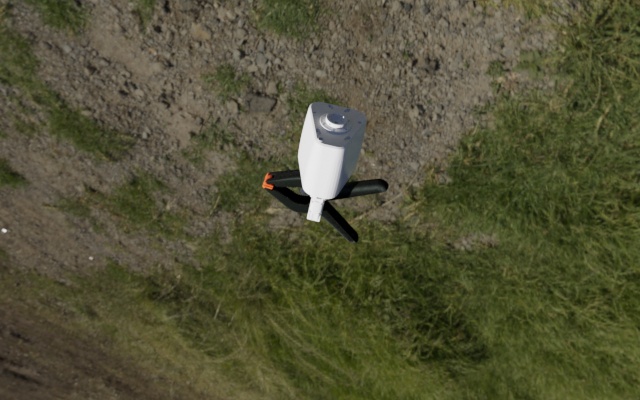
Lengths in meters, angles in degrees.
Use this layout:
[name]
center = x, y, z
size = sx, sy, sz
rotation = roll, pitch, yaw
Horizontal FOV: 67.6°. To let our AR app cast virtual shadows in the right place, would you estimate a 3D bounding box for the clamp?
[clamp]
center = 0.000, 0.003, 0.854
size = 0.210, 0.036, 0.165
rotation = 13, -45, 0
